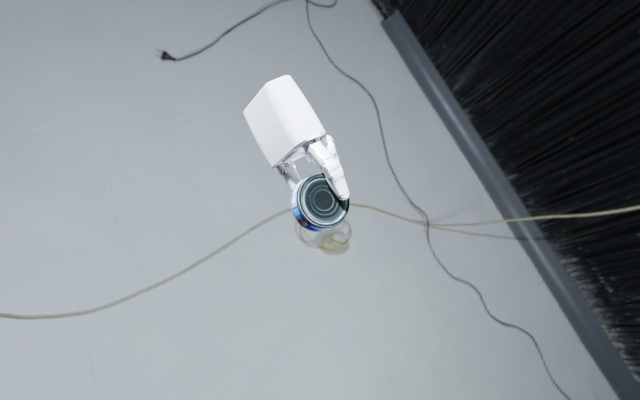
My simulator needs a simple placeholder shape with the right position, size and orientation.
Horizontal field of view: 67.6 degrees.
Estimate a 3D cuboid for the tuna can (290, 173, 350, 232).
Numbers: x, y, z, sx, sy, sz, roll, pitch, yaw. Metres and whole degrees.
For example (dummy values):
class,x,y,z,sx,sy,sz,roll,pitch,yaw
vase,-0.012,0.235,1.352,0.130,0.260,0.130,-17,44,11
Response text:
class,x,y,z,sx,sy,sz,roll,pitch,yaw
tuna can,0.000,0.002,0.712,0.086,0.086,0.034,0,-12,-22
